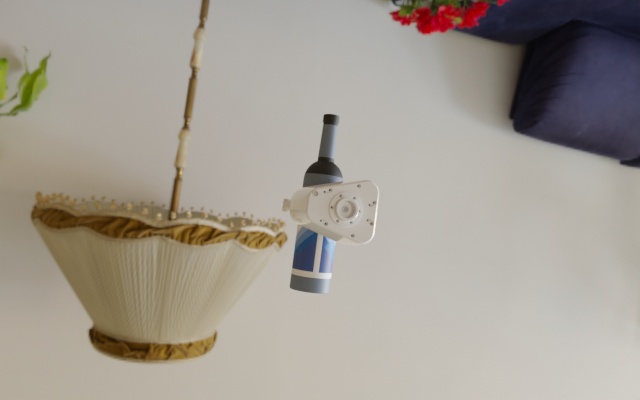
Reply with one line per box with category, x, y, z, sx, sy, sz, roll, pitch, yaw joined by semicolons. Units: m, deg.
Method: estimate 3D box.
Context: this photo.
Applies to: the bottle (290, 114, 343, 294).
bottle;0.000;0.003;0.798;0.069;0.295;0.069;7;-3;0
